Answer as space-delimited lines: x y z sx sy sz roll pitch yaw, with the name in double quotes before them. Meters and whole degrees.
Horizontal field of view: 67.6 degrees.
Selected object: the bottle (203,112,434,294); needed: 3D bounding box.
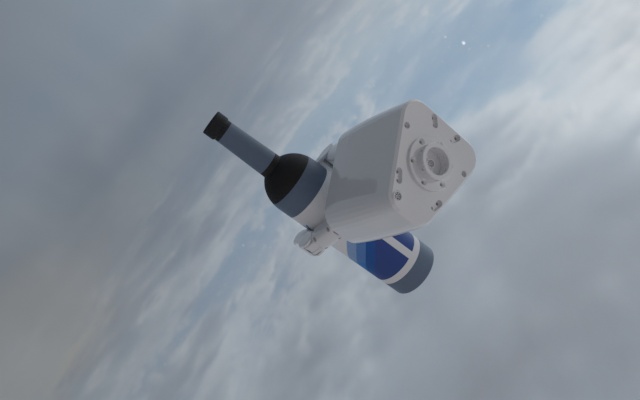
"bottle" 0.000 0.002 0.535 0.296 0.069 0.069 36 -13 -18
